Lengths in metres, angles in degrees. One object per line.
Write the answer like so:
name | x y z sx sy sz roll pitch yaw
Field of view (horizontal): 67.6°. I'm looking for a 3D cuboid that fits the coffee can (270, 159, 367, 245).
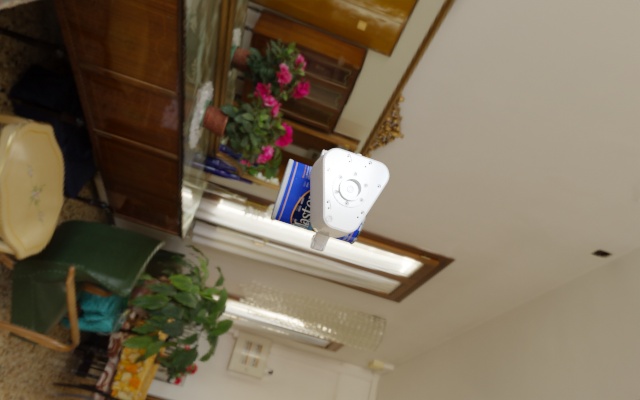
coffee can | 0.000 0.003 0.780 0.140 0.103 0.103 18 -2 -6
